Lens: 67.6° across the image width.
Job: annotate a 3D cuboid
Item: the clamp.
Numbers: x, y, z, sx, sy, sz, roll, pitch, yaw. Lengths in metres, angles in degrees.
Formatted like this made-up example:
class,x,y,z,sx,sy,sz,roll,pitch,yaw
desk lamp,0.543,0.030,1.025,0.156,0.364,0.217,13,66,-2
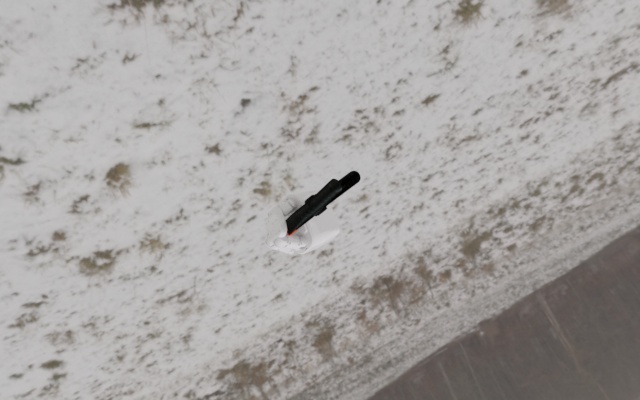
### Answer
class,x,y,z,sx,sy,sz,roll,pitch,yaw
clamp,0.000,0.003,0.867,0.171,0.039,0.120,-37,-10,33
